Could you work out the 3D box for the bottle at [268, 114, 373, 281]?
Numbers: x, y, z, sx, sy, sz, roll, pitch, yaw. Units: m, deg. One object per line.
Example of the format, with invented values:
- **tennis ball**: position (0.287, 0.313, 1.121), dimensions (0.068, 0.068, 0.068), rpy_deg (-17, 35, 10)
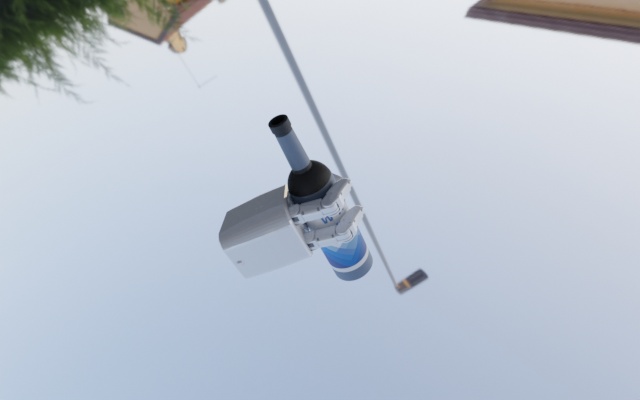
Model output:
- **bottle**: position (0.000, 0.002, 0.690), dimensions (0.069, 0.069, 0.296), rpy_deg (0, -44, 31)
